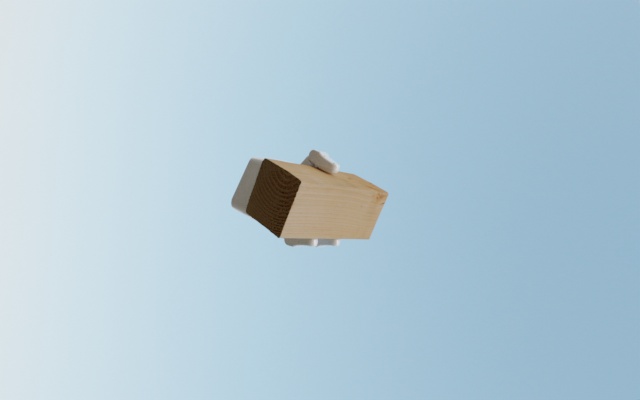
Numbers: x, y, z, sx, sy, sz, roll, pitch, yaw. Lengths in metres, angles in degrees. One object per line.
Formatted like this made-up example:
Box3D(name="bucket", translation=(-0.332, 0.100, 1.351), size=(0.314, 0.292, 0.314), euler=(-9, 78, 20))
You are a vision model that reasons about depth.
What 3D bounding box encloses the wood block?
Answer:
Box3D(name="wood block", translation=(0.000, 0.002, 0.748), size=(0.206, 0.091, 0.090), euler=(5, 21, -47))
